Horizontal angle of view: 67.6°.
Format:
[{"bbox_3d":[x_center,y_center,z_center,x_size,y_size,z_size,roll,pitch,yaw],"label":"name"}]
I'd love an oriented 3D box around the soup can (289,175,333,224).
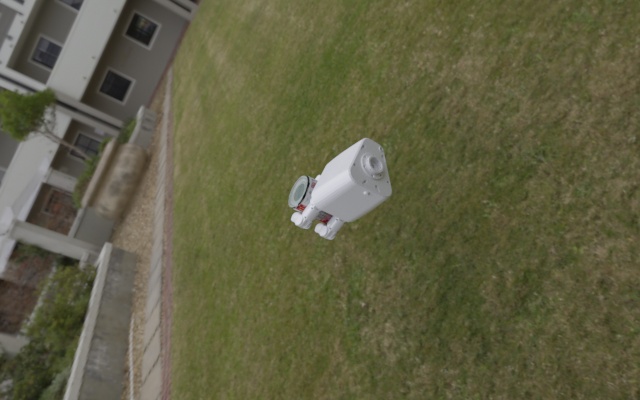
[{"bbox_3d":[0.000,0.003,0.895,0.102,0.068,0.068,25,-11,-25],"label":"soup can"}]
